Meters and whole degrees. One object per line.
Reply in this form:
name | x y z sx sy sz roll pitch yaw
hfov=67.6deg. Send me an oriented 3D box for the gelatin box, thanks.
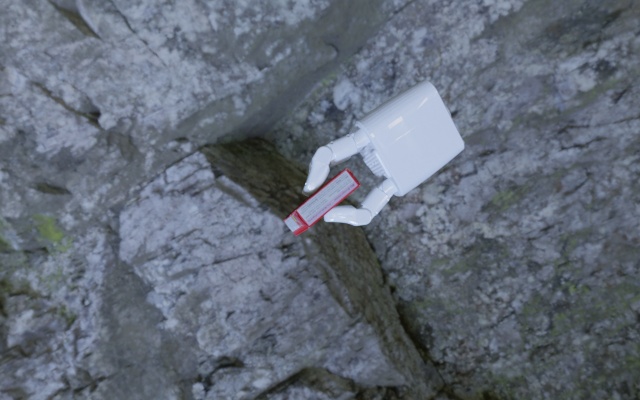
gelatin box | 0.000 0.003 0.597 0.089 0.030 0.073 -40 2 -18
